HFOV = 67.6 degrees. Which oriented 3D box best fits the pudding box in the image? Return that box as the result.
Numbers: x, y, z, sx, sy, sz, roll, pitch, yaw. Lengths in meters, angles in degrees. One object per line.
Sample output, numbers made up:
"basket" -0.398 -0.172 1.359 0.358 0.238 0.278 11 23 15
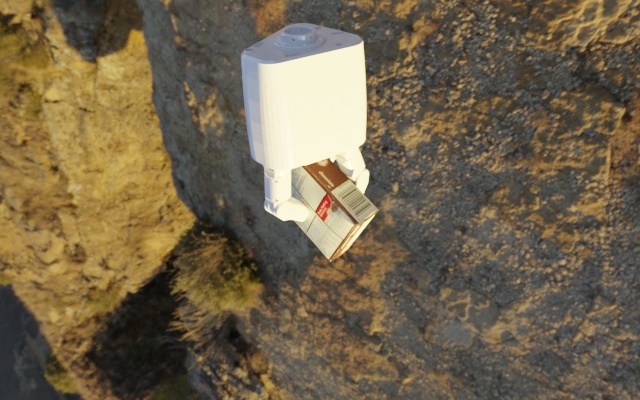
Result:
"pudding box" 0.000 0.002 0.541 0.039 0.113 0.090 -32 -17 -34
